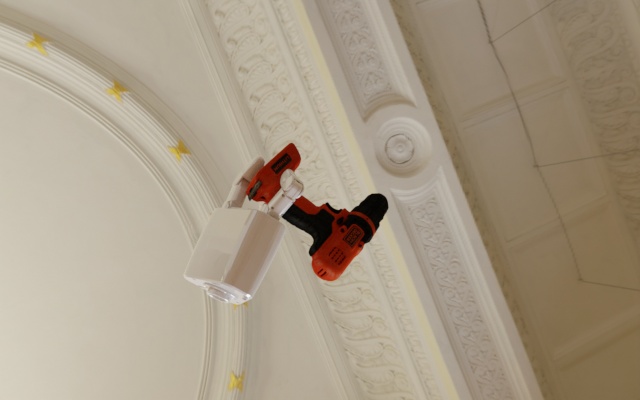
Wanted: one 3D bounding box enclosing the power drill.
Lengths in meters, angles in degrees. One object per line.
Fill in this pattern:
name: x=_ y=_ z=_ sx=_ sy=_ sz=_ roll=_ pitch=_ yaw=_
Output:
power drill: x=0.000 y=0.002 z=0.707 sx=0.184 sy=0.187 sz=0.057 roll=-47 pitch=-3 yaw=-42
